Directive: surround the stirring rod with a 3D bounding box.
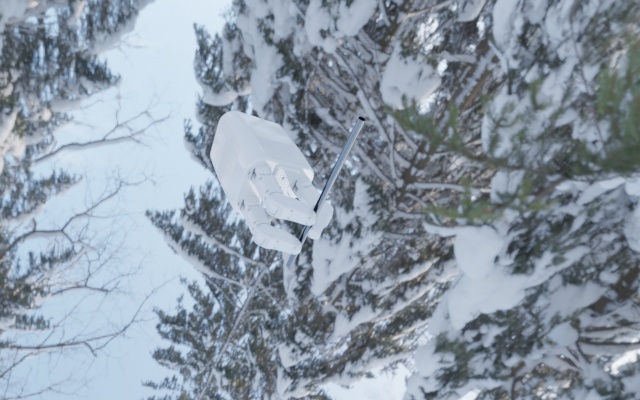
[{"bbox_3d":[0.000,0.002,0.559,0.011,0.240,0.011,16,40,-13],"label":"stirring rod"}]
